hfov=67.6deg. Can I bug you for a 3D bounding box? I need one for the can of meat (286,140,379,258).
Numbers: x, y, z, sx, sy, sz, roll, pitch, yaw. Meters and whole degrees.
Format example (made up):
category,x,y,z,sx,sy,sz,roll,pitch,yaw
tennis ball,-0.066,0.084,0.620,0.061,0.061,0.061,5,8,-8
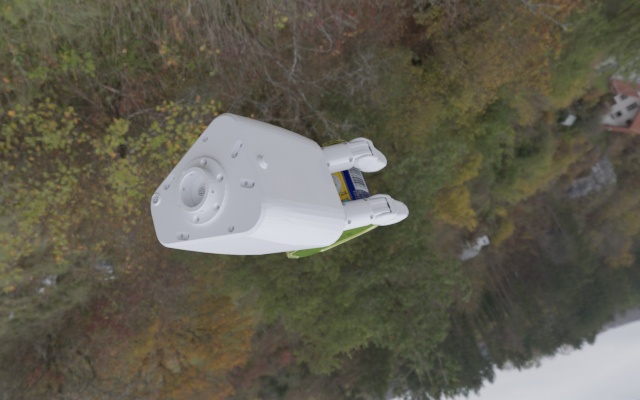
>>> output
category,x,y,z,sx,sy,sz,roll,pitch,yaw
can of meat,0.000,0.002,0.476,0.102,0.084,0.057,-27,-20,23
